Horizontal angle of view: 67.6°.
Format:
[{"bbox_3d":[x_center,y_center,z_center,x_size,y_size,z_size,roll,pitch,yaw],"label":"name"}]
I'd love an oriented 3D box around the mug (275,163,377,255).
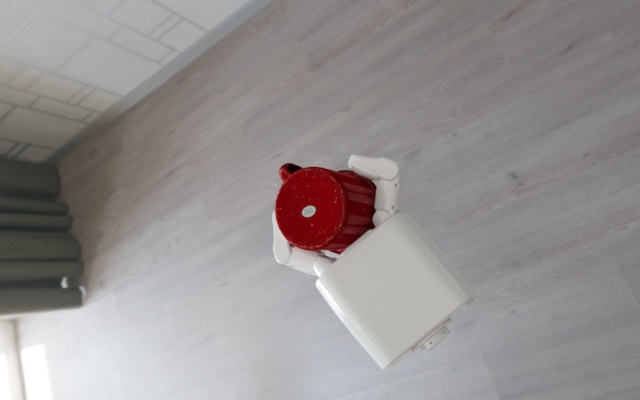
[{"bbox_3d":[-0.001,0.001,0.492,0.117,0.093,0.081,49,18,22],"label":"mug"}]
